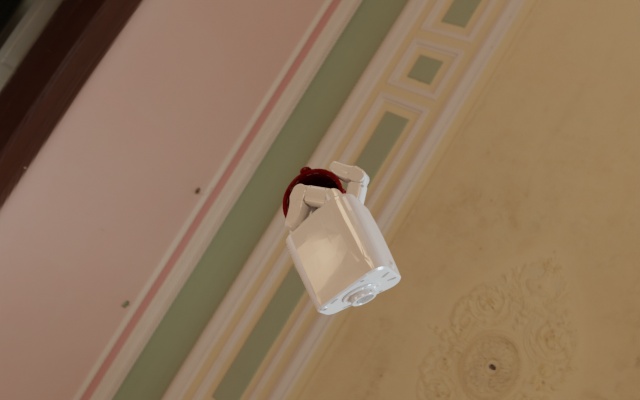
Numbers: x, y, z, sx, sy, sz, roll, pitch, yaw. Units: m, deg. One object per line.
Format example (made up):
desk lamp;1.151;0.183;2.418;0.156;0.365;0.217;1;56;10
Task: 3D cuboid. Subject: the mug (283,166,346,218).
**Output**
mug;0.000;0.001;0.700;0.093;0.117;0.081;-32;-30;12
